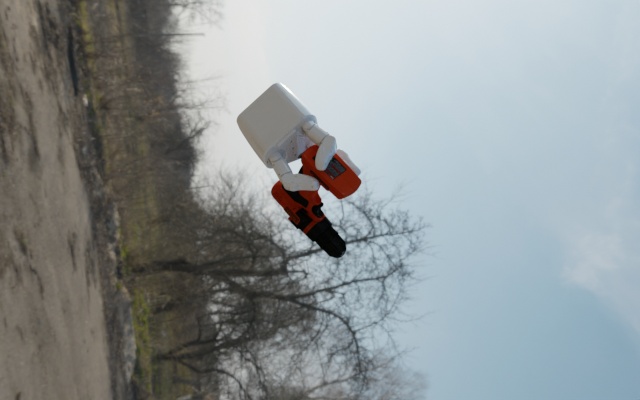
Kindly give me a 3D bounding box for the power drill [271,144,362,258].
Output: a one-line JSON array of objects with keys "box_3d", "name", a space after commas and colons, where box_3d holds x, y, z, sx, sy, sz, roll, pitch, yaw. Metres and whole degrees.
[{"box_3d": [0.000, 0.002, 0.832, 0.057, 0.184, 0.188, -39, -9, -35], "name": "power drill"}]
